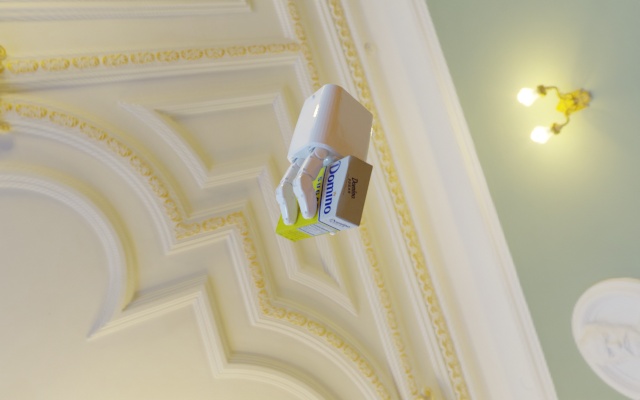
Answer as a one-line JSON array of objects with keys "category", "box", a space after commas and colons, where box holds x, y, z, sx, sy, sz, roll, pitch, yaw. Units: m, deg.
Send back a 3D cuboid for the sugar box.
[{"category": "sugar box", "box": [0.000, 0.002, 0.694, 0.048, 0.093, 0.176, 24, -23, -23]}]
